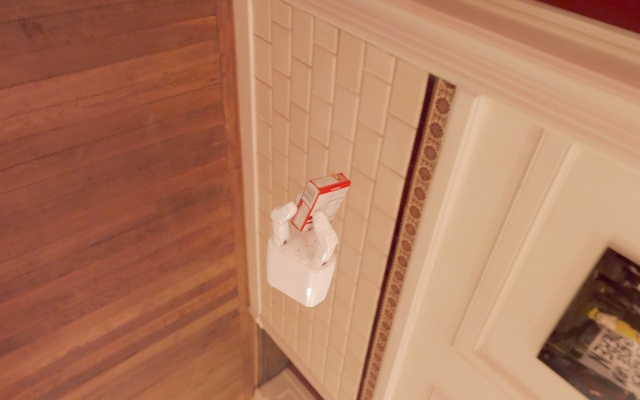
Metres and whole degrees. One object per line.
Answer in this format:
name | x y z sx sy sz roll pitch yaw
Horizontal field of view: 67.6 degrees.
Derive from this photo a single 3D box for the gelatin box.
gelatin box | 0.001 0.002 0.748 0.073 0.089 0.030 -16 53 -43
